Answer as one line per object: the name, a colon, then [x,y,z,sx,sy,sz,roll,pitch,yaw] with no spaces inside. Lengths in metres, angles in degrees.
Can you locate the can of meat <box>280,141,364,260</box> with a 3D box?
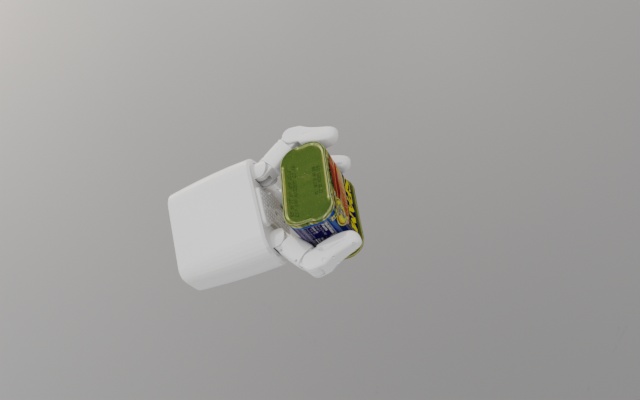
can of meat: [0.000,0.002,0.496,0.057,0.102,0.084,-19,-36,15]
